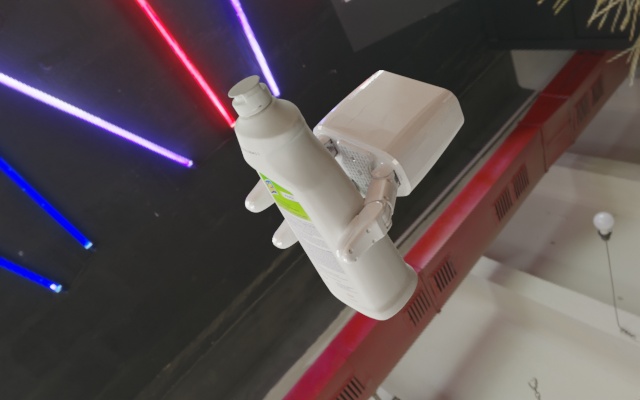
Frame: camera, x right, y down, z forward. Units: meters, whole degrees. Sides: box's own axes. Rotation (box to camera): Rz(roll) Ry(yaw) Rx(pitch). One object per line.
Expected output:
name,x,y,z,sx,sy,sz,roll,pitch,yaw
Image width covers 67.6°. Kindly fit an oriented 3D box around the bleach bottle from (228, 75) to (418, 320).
bleach bottle,0.000,0.001,0.434,0.068,0.251,0.102,-47,37,-21
